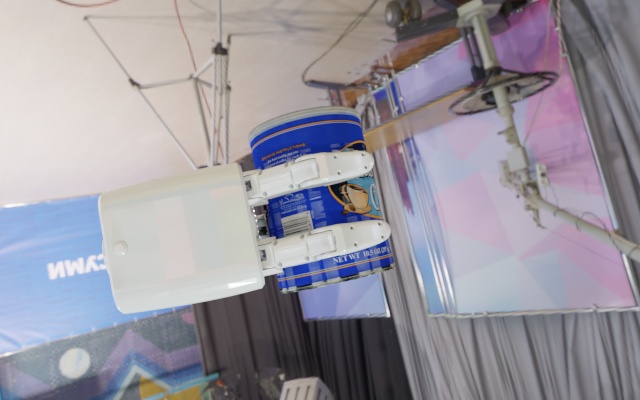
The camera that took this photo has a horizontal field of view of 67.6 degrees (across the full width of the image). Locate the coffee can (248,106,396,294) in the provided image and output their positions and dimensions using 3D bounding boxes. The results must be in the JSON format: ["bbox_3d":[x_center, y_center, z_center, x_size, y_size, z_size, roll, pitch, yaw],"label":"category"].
[{"bbox_3d":[0.000,0.001,0.422,0.103,0.140,0.103,-13,-7,-2],"label":"coffee can"}]
